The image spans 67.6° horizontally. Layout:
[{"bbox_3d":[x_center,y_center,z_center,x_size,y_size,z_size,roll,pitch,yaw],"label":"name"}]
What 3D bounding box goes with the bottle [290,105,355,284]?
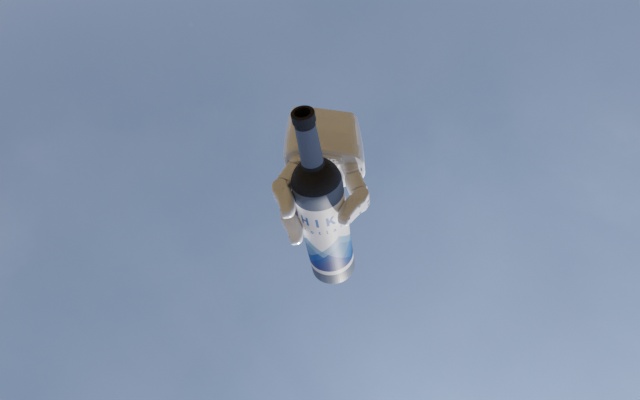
[{"bbox_3d":[0.000,0.002,0.635,0.069,0.069,0.296,0,-43,11],"label":"bottle"}]
